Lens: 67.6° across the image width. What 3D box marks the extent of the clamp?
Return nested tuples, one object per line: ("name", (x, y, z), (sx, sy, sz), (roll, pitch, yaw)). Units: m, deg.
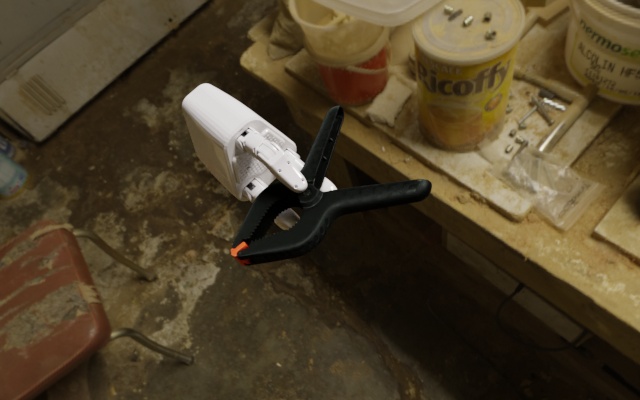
("clamp", (-0.001, 0.001, 0.506), (0.164, 0.210, 0.036), (39, -13, 34))
